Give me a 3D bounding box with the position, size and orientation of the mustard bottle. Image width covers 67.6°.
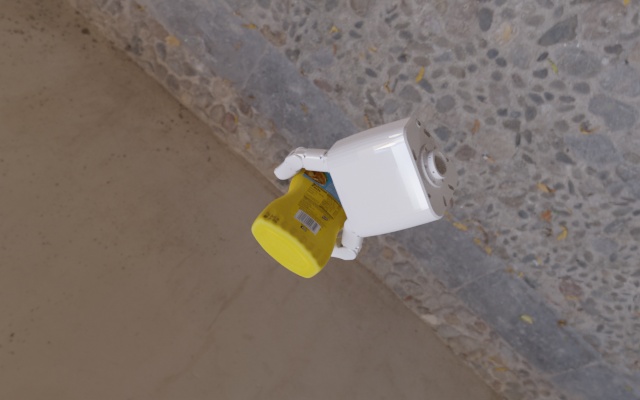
[{"bbox_3d":[0.000,0.002,0.613,0.058,0.096,0.191,-48,4,47],"label":"mustard bottle"}]
